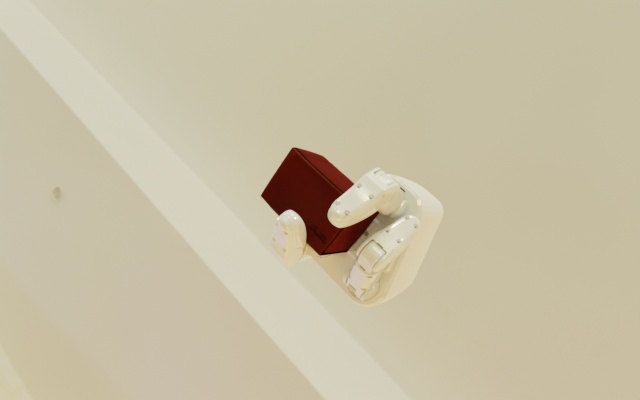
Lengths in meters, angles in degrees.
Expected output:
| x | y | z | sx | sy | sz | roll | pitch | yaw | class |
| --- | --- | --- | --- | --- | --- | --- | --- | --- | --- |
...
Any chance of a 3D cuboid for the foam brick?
| x | y | z | sx | sy | sz | roll | pitch | yaw | class |
| --- | --- | --- | --- | --- | --- | --- | --- | --- | --- |
| 0.000 | 0.001 | 0.401 | 0.078 | 0.053 | 0.051 | 44 | 18 | 21 | foam brick |
